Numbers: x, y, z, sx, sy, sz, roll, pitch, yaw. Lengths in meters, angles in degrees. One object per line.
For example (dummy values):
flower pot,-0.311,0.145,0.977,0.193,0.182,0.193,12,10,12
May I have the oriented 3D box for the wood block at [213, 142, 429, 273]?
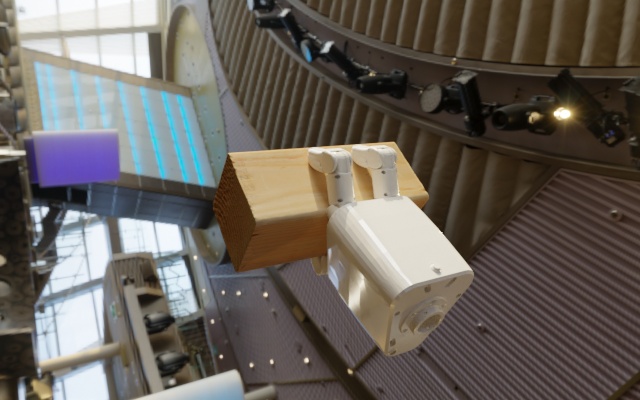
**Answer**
wood block,0.000,0.002,0.523,0.206,0.090,0.091,-7,-35,-30
